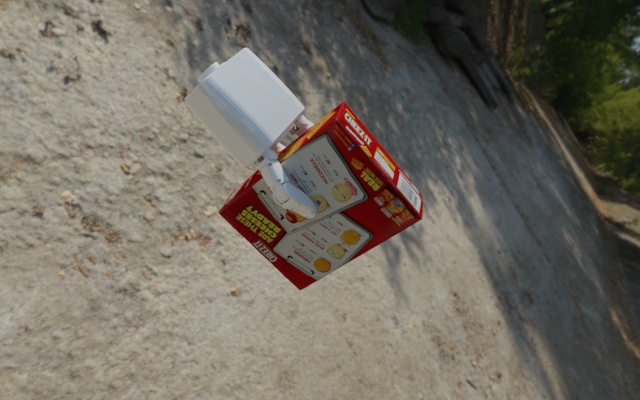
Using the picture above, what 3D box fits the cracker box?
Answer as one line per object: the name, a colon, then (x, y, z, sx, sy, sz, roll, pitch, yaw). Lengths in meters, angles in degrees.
cracker box: (0.000, 0.002, 0.626, 0.214, 0.164, 0.072, -35, 18, 29)
